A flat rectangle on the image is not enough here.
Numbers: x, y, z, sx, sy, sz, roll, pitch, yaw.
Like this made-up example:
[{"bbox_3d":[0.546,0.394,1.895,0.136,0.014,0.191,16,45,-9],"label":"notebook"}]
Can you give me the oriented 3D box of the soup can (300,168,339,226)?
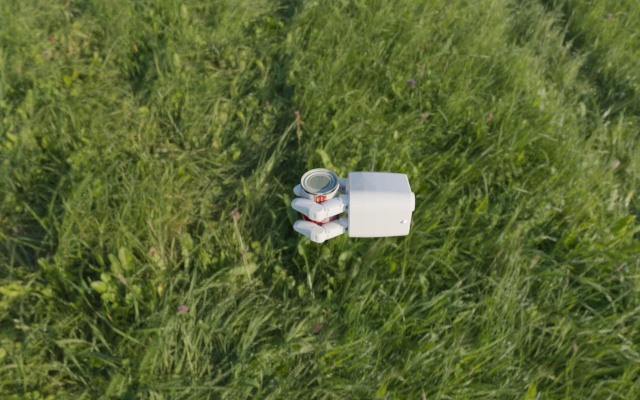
[{"bbox_3d":[0.000,0.002,0.841,0.068,0.102,0.068,-1,45,1],"label":"soup can"}]
